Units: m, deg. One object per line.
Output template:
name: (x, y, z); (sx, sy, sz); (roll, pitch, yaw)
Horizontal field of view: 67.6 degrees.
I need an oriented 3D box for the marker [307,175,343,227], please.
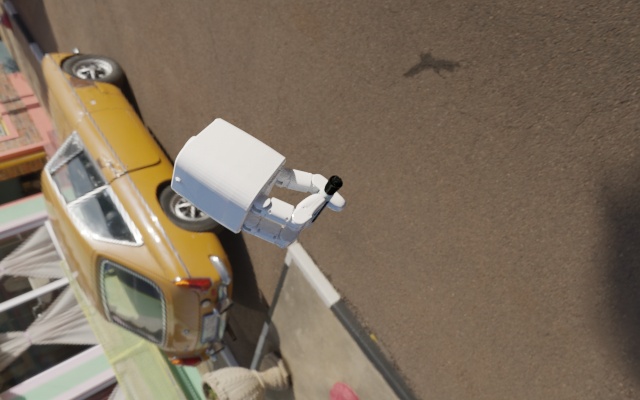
marker: (0.000, 0.002, 0.635); (0.020, 0.020, 0.121); (0, -28, -23)
